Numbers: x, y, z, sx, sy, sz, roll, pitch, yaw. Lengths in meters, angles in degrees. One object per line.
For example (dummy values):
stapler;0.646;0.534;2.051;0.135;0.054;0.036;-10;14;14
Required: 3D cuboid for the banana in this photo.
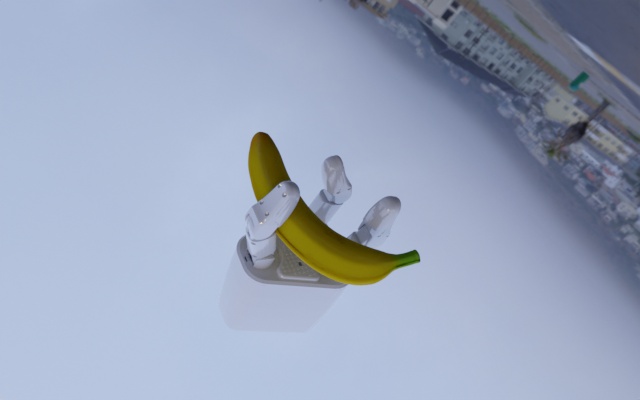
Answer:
banana;-0.010;0.014;0.426;0.069;0.197;0.037;-40;-21;-28
